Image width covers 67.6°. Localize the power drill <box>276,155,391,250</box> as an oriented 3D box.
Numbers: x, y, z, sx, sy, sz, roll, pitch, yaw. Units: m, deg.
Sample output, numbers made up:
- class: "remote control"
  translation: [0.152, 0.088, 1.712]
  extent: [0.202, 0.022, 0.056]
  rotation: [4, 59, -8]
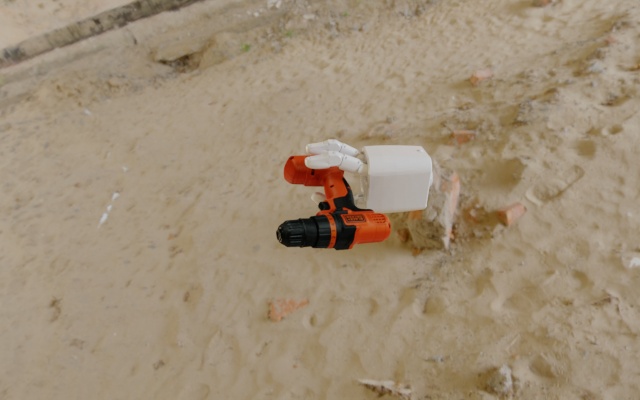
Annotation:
- class: "power drill"
  translation: [0.000, 0.002, 0.770]
  extent: [0.184, 0.057, 0.187]
  rotation: [-1, 43, -24]
